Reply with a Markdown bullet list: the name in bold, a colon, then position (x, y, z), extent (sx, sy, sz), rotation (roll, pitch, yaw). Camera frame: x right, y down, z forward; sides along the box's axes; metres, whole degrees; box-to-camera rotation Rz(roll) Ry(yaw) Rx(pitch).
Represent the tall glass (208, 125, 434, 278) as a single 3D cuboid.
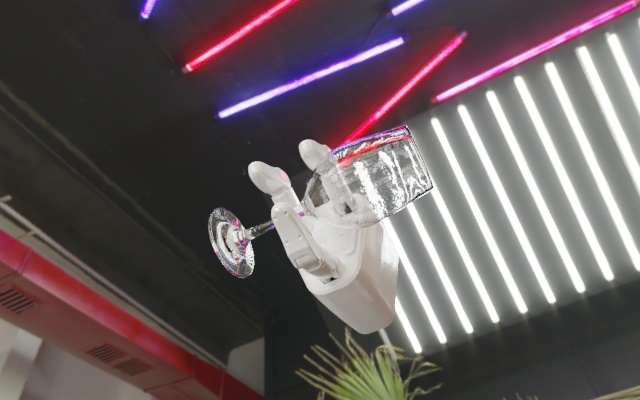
- **tall glass**: position (-0.001, 0.002, 0.444), extent (0.201, 0.079, 0.079), rotation (-25, -7, 15)
